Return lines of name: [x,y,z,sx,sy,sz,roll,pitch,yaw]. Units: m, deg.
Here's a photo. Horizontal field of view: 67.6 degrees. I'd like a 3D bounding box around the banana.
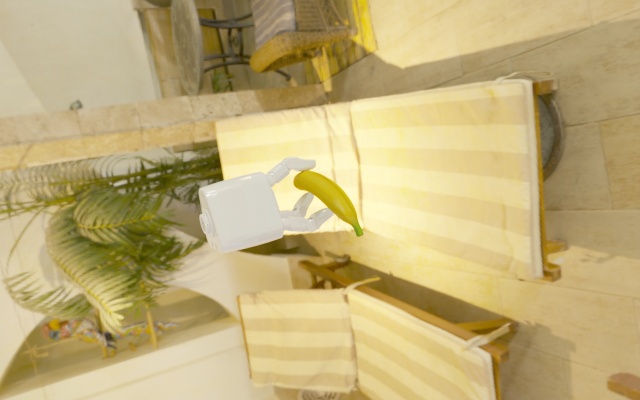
banana: [0.001,-0.012,0.789,0.037,0.070,0.197,-20,37,-25]
